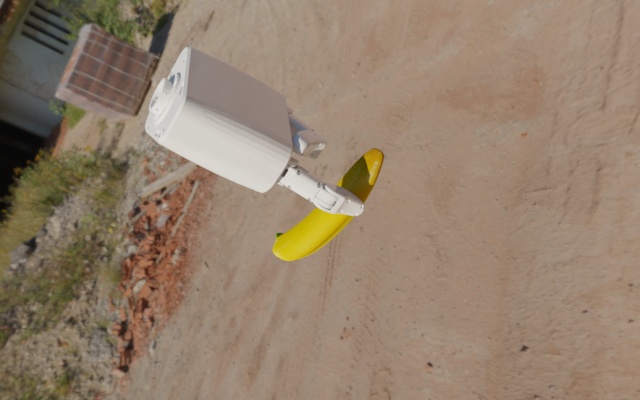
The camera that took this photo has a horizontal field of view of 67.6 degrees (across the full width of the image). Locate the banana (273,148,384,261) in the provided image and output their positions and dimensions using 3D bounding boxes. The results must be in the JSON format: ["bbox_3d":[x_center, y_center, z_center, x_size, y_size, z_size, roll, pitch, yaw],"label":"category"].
[{"bbox_3d":[-0.001,0.018,0.531,0.037,0.069,0.198,24,-46,-31],"label":"banana"}]
